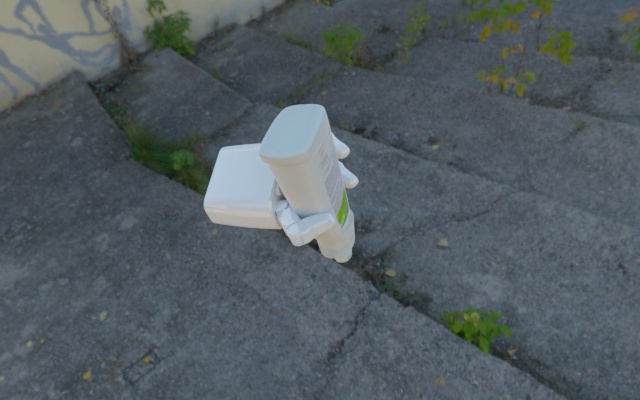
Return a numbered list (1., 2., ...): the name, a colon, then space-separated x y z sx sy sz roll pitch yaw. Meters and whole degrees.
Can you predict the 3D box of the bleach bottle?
1. bleach bottle: 0.000 0.002 0.632 0.068 0.102 0.251 2 -43 22
